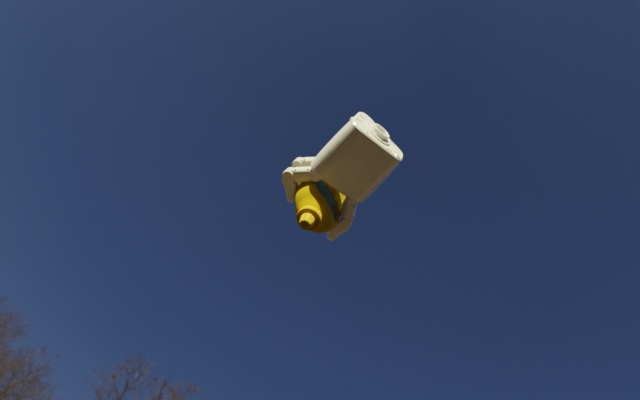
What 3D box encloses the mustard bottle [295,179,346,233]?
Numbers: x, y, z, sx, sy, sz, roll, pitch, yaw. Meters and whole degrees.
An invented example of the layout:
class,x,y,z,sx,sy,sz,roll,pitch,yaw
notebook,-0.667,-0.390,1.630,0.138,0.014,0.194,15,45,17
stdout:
class,x,y,z,sx,sy,sz,roll,pitch,yaw
mustard bottle,0.000,0.003,0.830,0.058,0.096,0.191,-19,15,22
